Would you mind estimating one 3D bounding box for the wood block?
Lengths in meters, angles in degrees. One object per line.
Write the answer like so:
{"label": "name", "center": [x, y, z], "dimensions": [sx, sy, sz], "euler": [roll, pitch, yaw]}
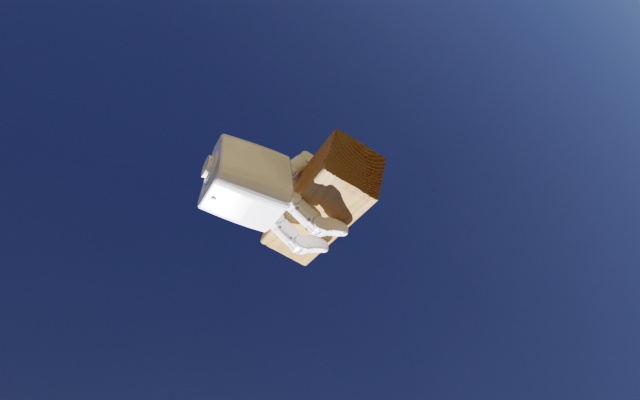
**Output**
{"label": "wood block", "center": [0.000, 0.002, 0.727], "dimensions": [0.090, 0.090, 0.206], "euler": [29, -44, -14]}
